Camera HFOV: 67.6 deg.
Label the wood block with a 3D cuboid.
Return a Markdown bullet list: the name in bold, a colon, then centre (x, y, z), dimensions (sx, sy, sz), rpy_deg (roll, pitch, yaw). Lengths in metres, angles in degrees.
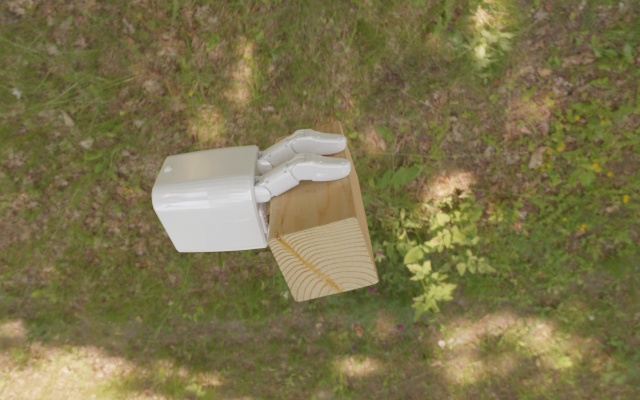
- **wood block**: centre (0.000, 0.002, 0.546), dimensions (0.090, 0.091, 0.206), rpy_deg (-15, 34, 8)
